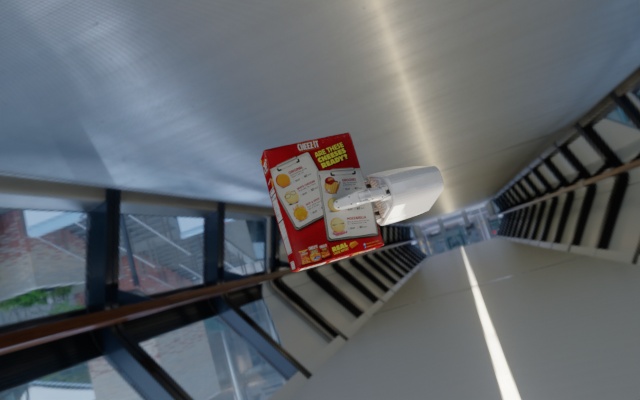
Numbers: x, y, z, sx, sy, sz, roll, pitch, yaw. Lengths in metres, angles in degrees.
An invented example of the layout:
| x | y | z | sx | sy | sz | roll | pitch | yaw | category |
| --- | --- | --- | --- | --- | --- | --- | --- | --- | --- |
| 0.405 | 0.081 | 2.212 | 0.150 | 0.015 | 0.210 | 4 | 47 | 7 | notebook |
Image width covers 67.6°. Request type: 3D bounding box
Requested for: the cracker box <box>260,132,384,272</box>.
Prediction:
| x | y | z | sx | sy | sz | roll | pitch | yaw | category |
| --- | --- | --- | --- | --- | --- | --- | --- | --- | --- |
| 0.000 | 0.003 | 0.850 | 0.164 | 0.213 | 0.072 | -14 | -9 | -18 | cracker box |
